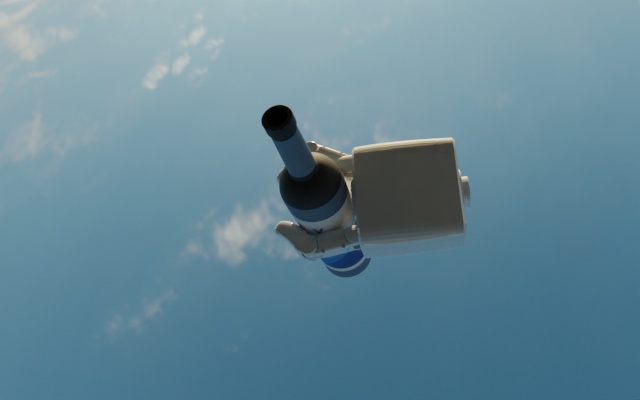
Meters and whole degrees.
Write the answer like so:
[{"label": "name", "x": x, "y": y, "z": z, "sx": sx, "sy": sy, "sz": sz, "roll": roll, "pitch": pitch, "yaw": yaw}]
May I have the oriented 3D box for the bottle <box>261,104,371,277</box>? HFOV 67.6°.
[{"label": "bottle", "x": 0.000, "y": 0.002, "z": 0.515, "sx": 0.069, "sy": 0.069, "sz": 0.296, "roll": 0, "pitch": -28, "yaw": 16}]
